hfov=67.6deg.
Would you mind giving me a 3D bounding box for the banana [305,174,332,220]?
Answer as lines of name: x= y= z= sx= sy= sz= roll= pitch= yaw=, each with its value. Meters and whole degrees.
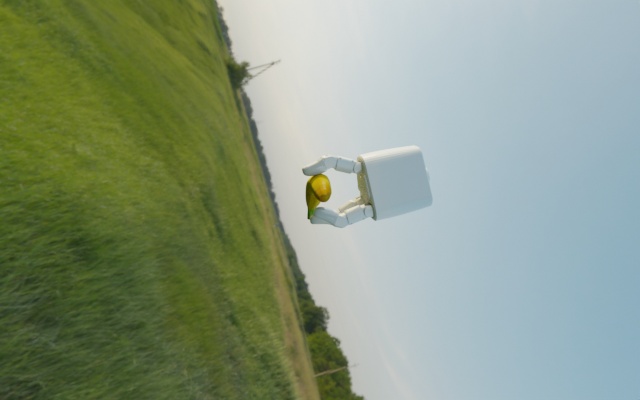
banana: x=-0.003 y=-0.015 z=0.847 sx=0.037 sy=0.069 sz=0.198 roll=-8 pitch=-10 yaw=-7
